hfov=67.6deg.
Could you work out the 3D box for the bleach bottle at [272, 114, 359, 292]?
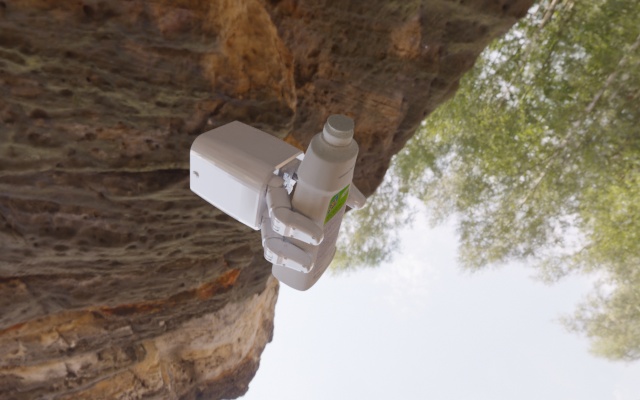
[{"bbox_3d":[0.000,0.002,0.574,0.068,0.251,0.102,28,46,11],"label":"bleach bottle"}]
